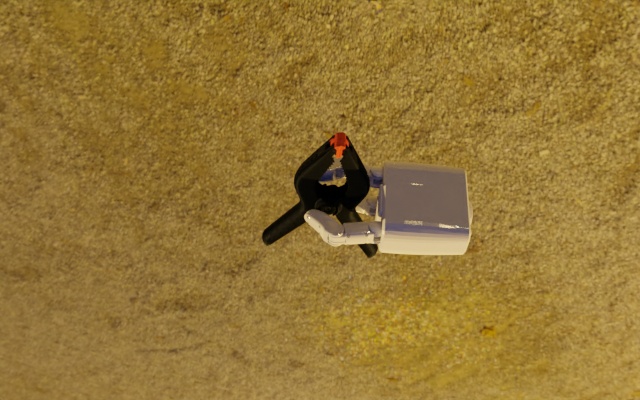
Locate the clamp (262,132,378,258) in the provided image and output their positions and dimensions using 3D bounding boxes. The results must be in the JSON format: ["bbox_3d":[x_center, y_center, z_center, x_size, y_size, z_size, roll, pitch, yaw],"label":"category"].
[{"bbox_3d":[0.000,0.002,0.619,0.164,0.036,0.210,2,-44,1],"label":"clamp"}]
